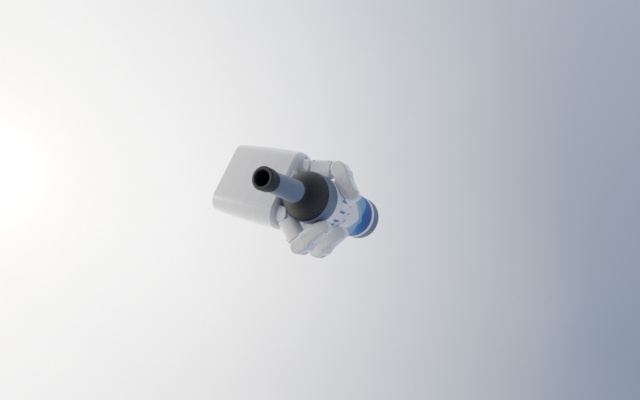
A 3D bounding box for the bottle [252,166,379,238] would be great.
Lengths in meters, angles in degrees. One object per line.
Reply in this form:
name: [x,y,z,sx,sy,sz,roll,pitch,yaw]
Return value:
bottle: [0.000,0.002,0.642,0.069,0.069,0.296,0,-10,26]
